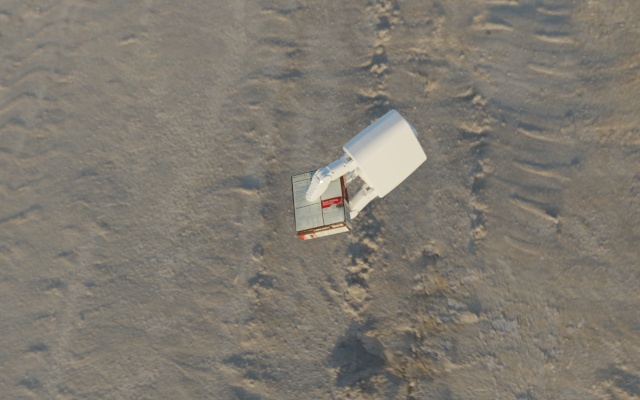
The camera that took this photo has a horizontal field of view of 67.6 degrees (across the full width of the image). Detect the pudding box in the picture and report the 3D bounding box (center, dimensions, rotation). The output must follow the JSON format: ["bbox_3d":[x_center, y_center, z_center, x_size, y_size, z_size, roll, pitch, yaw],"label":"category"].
[{"bbox_3d":[0.000,0.003,0.805,0.090,0.113,0.039,-13,-29,15],"label":"pudding box"}]
